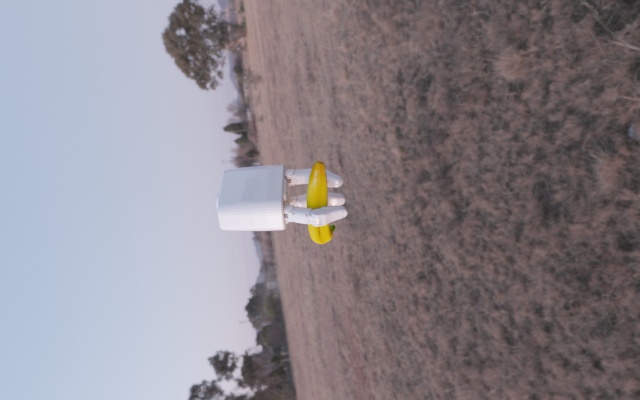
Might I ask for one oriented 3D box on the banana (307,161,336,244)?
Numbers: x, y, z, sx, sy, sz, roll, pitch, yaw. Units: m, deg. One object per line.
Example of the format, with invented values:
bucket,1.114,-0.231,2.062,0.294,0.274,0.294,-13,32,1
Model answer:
banana,-0.002,0.020,0.806,0.037,0.069,0.198,3,-35,9
